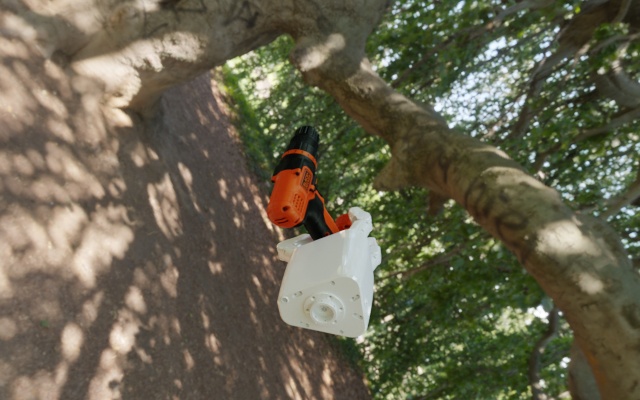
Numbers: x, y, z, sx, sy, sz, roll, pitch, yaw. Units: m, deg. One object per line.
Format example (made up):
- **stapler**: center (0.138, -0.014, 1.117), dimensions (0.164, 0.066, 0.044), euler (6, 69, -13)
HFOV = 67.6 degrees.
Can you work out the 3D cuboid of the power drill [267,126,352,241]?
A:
- **power drill**: center (0.000, 0.003, 0.713), dimensions (0.057, 0.184, 0.188), euler (-16, -49, 32)
